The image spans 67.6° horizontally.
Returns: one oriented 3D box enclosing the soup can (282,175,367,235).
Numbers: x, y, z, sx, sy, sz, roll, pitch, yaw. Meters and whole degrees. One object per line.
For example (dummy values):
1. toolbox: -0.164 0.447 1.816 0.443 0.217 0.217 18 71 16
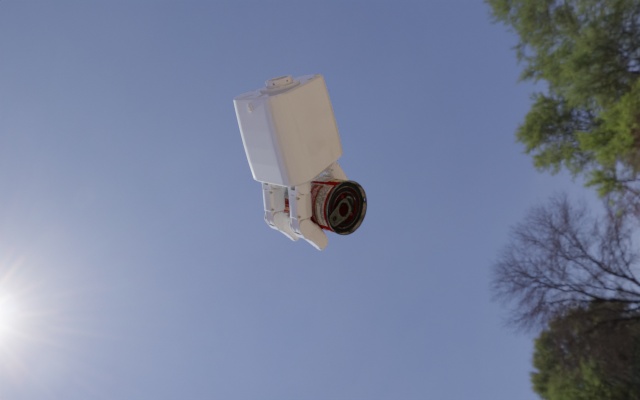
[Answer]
1. soup can: 0.000 0.002 0.617 0.068 0.068 0.102 0 8 -42
